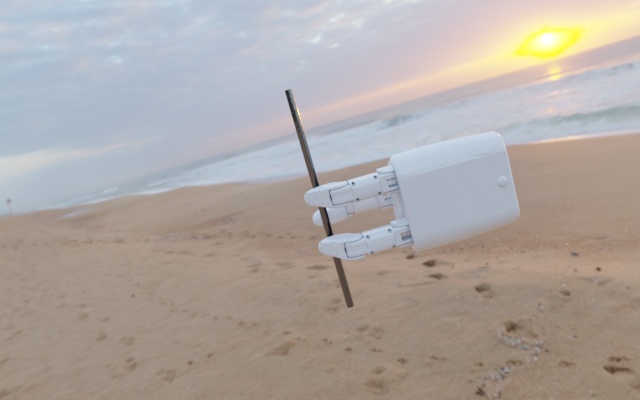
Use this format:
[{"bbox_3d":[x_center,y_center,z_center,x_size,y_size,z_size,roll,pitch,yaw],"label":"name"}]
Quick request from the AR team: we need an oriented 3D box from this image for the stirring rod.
[{"bbox_3d":[0.000,0.002,0.504,0.011,0.239,0.011,-16,9,3],"label":"stirring rod"}]
